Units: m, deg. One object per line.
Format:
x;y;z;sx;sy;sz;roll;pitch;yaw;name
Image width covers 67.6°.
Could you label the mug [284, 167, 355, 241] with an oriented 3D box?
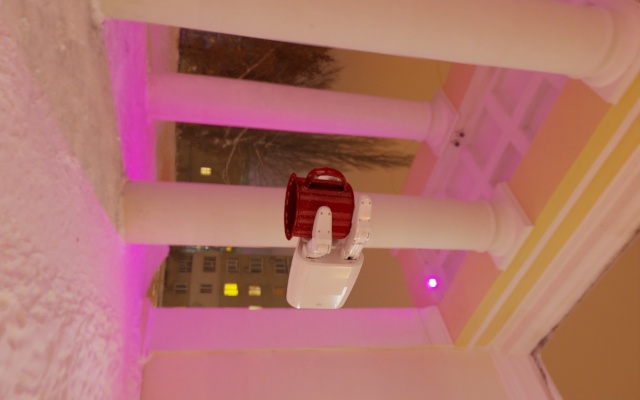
0.001;0.001;0.652;0.081;0.117;0.093;5;40;-14;mug
